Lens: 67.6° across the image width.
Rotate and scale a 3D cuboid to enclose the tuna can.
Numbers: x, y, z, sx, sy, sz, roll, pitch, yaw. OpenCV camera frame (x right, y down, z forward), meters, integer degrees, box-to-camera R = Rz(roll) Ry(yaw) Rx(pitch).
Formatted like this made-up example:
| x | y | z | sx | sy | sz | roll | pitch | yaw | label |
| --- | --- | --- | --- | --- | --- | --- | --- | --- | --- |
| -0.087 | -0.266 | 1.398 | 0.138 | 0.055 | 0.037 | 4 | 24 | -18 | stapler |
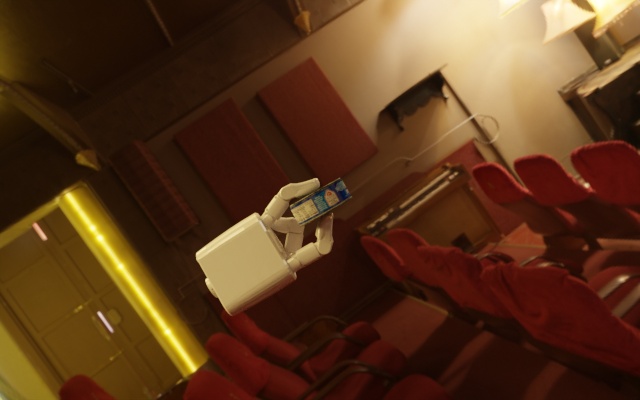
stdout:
| x | y | z | sx | sy | sz | roll | pitch | yaw | label |
| --- | --- | --- | --- | --- | --- | --- | --- | --- | --- |
| 0.000 | 0.002 | 0.677 | 0.086 | 0.034 | 0.086 | -29 | 1 | 1 | tuna can |
